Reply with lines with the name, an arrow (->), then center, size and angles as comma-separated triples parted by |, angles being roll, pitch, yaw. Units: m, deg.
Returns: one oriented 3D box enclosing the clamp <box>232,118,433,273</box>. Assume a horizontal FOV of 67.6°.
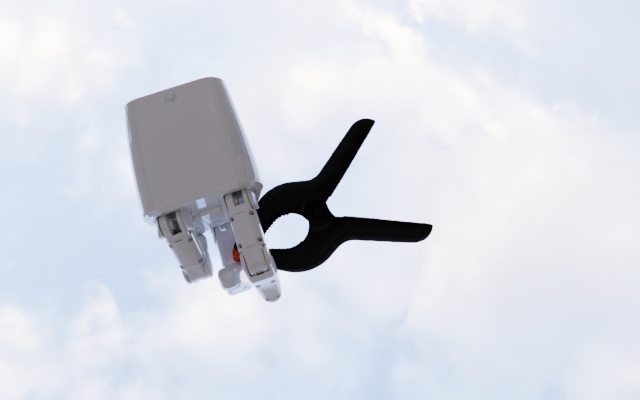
clamp -> 0.000, 0.002, 0.420 | 0.171, 0.120, 0.039 | -18, -16, -5
